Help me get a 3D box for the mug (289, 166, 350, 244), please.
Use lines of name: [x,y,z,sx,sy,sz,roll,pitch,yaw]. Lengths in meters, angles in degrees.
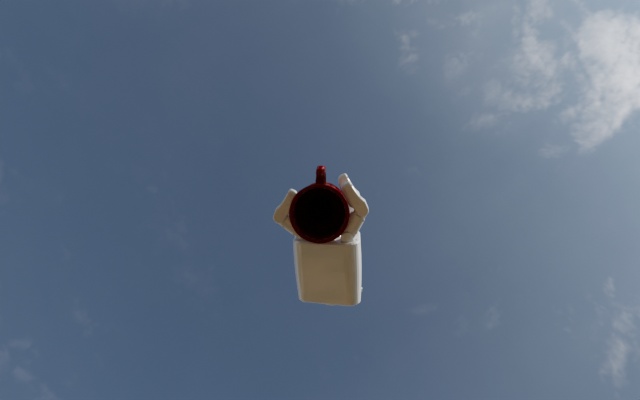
mug: [0.000,0.001,0.763,0.093,0.117,0.081,-1,10,4]
